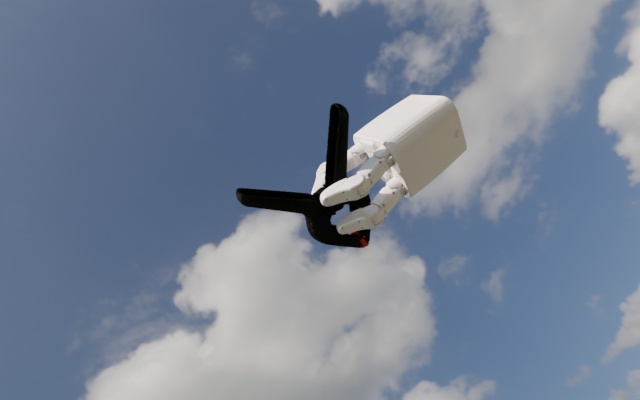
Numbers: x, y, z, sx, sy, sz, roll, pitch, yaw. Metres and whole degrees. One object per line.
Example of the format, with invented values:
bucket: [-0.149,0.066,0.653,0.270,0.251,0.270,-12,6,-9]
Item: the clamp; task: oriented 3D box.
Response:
clamp: [0.000,0.002,0.611,0.164,0.210,0.036,-36,40,-7]
